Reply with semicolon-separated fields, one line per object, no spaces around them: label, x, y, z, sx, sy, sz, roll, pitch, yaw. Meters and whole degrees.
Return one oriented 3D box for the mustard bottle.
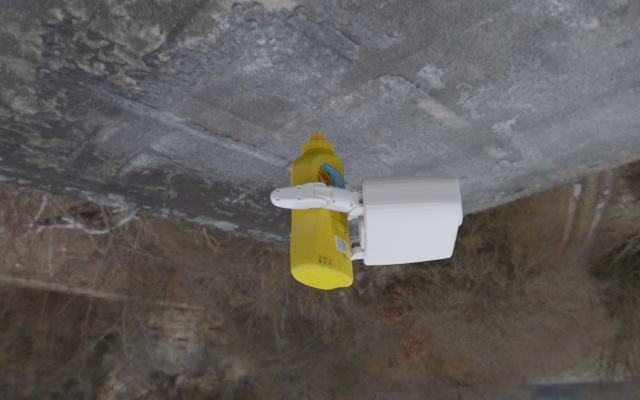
mustard bottle;0.000;0.002;0.566;0.058;0.191;0.096;-14;-28;25
